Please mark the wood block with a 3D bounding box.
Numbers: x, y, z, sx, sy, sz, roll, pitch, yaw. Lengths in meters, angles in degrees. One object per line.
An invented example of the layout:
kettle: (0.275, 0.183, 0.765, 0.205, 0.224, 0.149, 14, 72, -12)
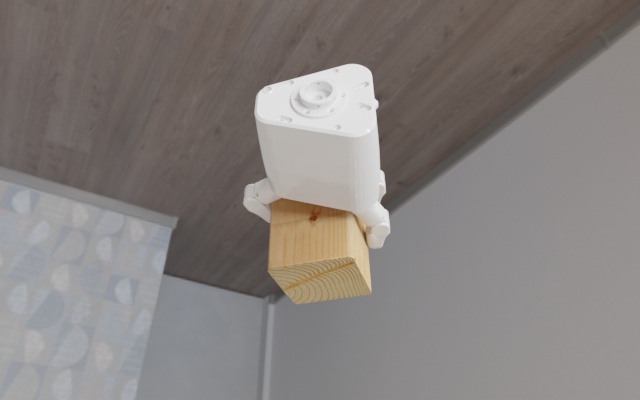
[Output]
wood block: (0.000, 0.002, 0.552, 0.091, 0.206, 0.090, -10, -37, 14)
